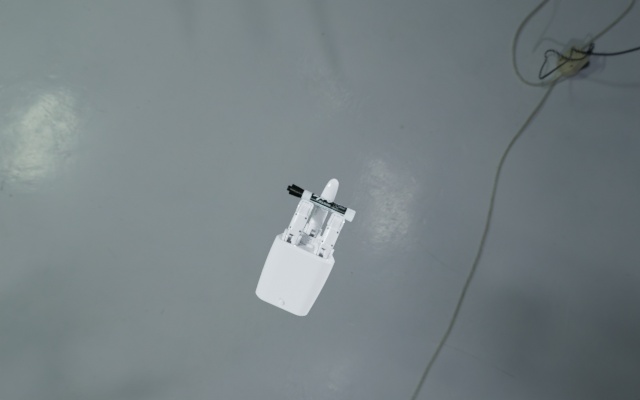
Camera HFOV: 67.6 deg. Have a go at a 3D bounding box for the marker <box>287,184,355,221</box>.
[{"bbox_3d":[0.000,0.003,0.801,0.121,0.020,0.020,24,0,0],"label":"marker"}]
